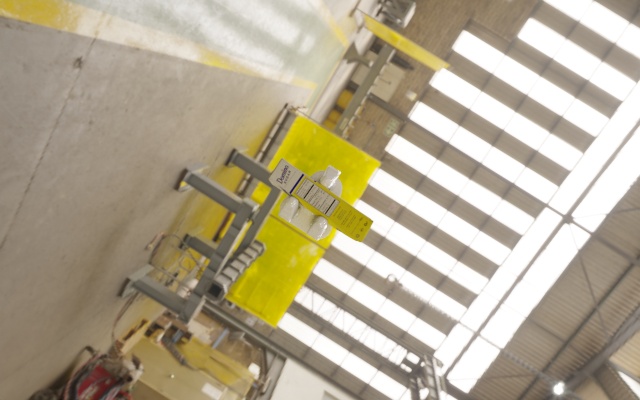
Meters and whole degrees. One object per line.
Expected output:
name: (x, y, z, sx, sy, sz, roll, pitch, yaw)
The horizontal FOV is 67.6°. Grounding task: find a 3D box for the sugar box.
sugar box: (0.000, 0.003, 0.775, 0.176, 0.048, 0.093, 32, -4, 1)
